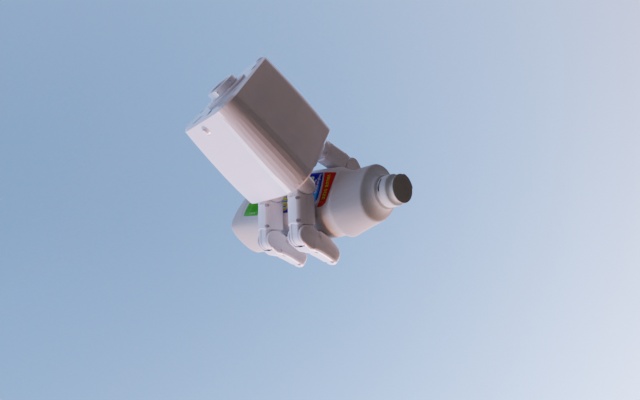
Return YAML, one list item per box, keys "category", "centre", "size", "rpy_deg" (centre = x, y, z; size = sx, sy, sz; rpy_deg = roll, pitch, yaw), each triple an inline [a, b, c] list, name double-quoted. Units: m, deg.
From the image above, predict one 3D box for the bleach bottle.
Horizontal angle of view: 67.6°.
- category: "bleach bottle"
  centre: [0.000, 0.002, 0.536]
  size: [0.251, 0.102, 0.068]
  rpy_deg: [-14, -54, 49]
